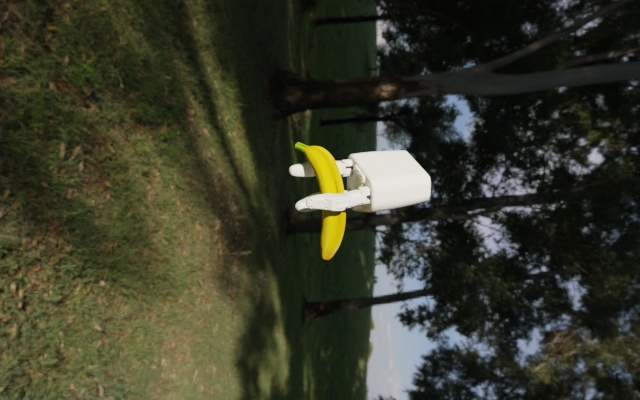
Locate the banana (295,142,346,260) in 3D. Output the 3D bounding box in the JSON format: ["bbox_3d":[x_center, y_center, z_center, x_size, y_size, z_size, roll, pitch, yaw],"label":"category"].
[{"bbox_3d":[0.010,-0.003,0.761,0.037,0.198,0.069,-12,1,-37],"label":"banana"}]
